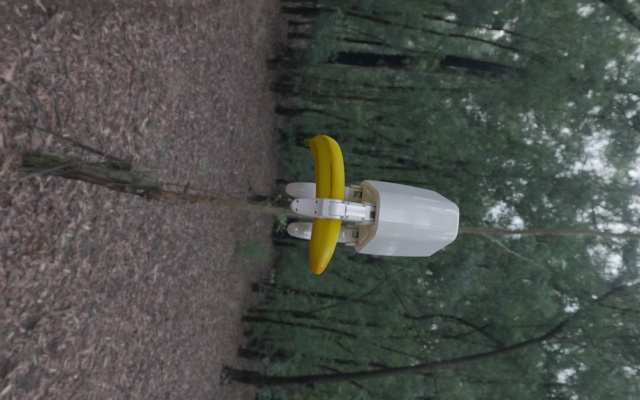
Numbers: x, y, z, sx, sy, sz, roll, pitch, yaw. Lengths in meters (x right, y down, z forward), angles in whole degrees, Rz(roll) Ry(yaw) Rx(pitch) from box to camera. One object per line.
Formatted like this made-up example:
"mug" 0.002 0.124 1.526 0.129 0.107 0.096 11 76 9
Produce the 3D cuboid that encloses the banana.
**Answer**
"banana" 0.006 -0.009 0.605 0.037 0.197 0.070 7 -28 -18
